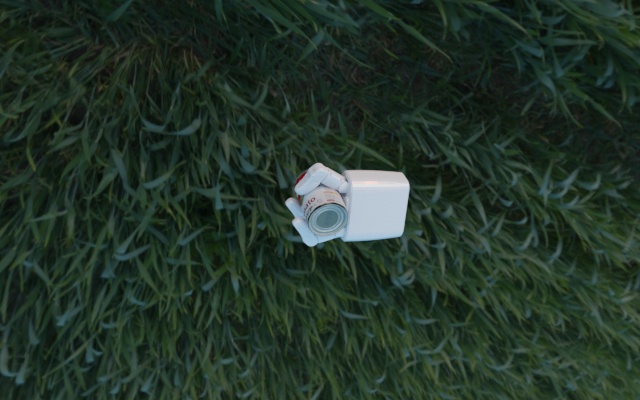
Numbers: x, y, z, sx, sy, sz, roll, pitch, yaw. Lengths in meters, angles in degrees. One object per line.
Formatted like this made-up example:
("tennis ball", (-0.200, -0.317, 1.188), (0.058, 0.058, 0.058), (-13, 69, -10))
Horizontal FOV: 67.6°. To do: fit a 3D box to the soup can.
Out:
("soup can", (0.000, 0.003, 0.784), (0.068, 0.068, 0.102), (0, 36, -18))
